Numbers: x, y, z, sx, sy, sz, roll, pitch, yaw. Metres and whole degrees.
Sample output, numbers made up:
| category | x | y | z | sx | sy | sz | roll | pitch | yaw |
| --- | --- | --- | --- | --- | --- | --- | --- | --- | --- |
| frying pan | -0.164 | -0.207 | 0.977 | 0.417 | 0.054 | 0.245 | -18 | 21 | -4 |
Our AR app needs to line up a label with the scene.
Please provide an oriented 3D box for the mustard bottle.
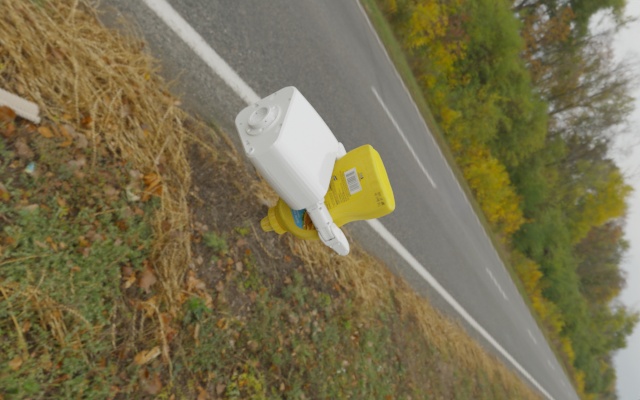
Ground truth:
| category | x | y | z | sx | sy | sz | roll | pitch | yaw |
| --- | --- | --- | --- | --- | --- | --- | --- | --- | --- |
| mustard bottle | 0.000 | 0.002 | 0.661 | 0.191 | 0.096 | 0.058 | -23 | -21 | 19 |
